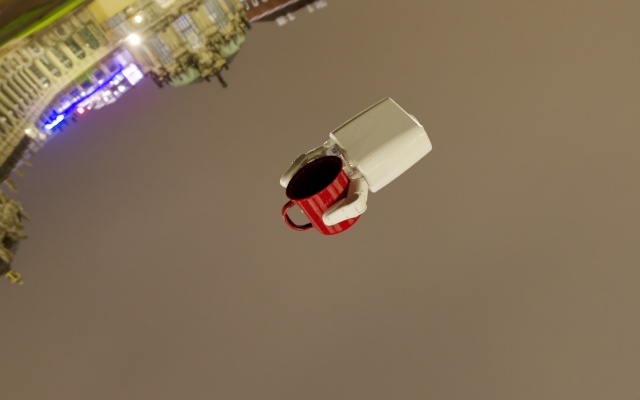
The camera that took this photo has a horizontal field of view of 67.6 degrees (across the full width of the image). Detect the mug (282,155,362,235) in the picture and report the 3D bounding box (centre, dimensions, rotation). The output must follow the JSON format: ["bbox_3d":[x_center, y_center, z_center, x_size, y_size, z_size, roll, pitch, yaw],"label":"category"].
[{"bbox_3d":[-0.001,0.003,0.688,0.117,0.081,0.093,-35,31,1],"label":"mug"}]
